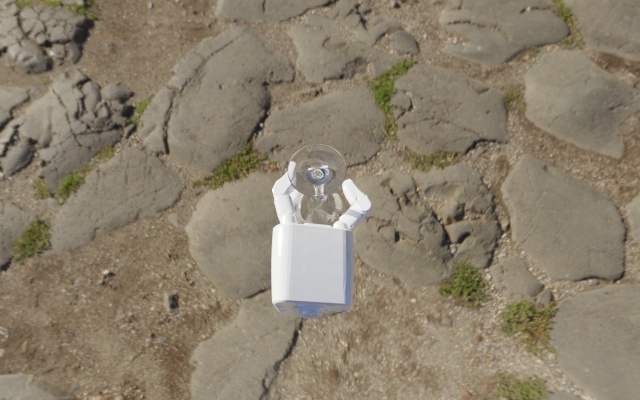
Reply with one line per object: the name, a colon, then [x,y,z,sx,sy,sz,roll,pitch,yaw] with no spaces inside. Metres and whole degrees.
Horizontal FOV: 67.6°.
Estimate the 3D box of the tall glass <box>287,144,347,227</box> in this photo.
tall glass: [0.000,0.002,0.687,0.079,0.079,0.201,0,-24,3]
